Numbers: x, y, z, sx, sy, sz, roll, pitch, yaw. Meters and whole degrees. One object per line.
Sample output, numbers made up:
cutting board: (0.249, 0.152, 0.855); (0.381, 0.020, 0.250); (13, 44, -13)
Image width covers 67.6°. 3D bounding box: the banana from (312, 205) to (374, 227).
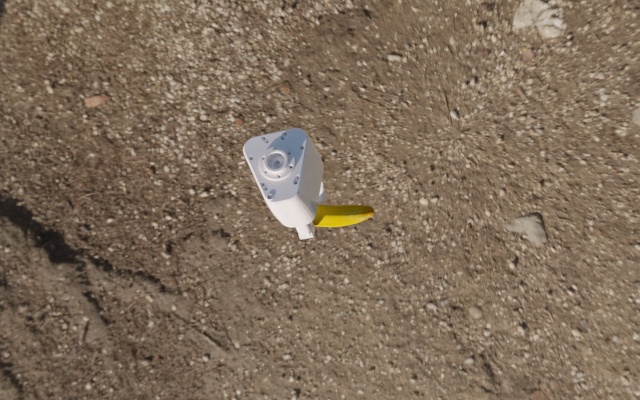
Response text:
banana: (-0.009, 0.015, 0.824); (0.198, 0.037, 0.069); (12, 48, 13)
